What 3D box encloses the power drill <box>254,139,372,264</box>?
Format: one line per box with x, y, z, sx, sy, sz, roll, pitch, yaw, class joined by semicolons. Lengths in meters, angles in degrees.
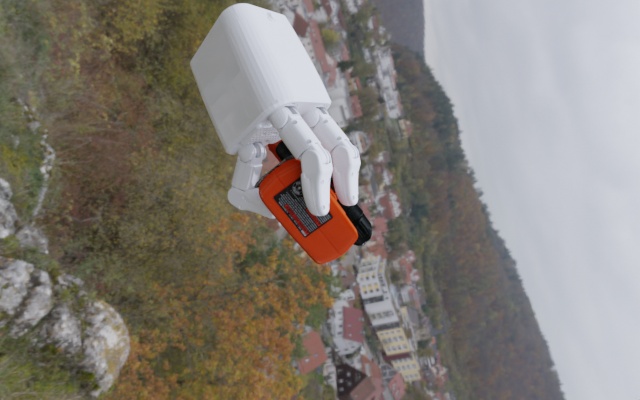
0.000;0.002;0.539;0.057;0.184;0.187;-39;11;9;power drill
